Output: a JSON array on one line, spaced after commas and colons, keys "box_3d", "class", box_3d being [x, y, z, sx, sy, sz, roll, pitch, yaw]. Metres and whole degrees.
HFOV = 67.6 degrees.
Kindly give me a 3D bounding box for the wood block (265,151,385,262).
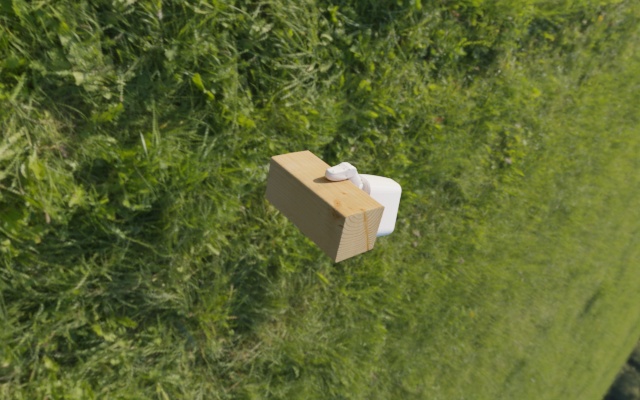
[{"box_3d": [0.001, 0.002, 0.828, 0.090, 0.091, 0.206, -14, 39, -38], "class": "wood block"}]
